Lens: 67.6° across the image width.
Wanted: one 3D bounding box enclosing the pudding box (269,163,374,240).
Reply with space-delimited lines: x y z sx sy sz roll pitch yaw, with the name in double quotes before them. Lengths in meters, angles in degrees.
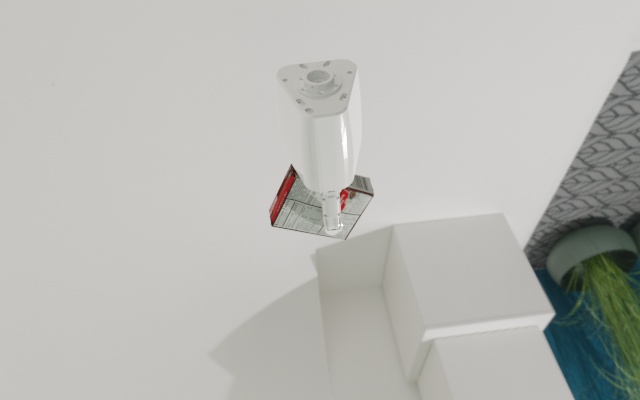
"pudding box" 0.000 0.002 0.620 0.113 0.090 0.039 14 39 -21
